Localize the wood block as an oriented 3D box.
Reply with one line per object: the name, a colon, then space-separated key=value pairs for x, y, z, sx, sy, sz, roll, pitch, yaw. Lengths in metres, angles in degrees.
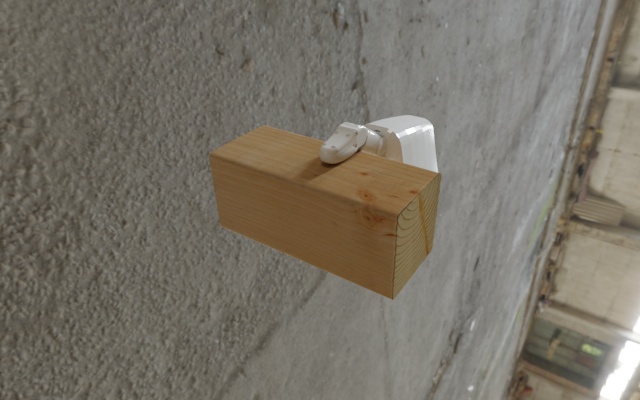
wood block: x=0.000 y=0.001 z=0.468 sx=0.206 sy=0.091 sz=0.090 roll=19 pitch=37 yaw=29
